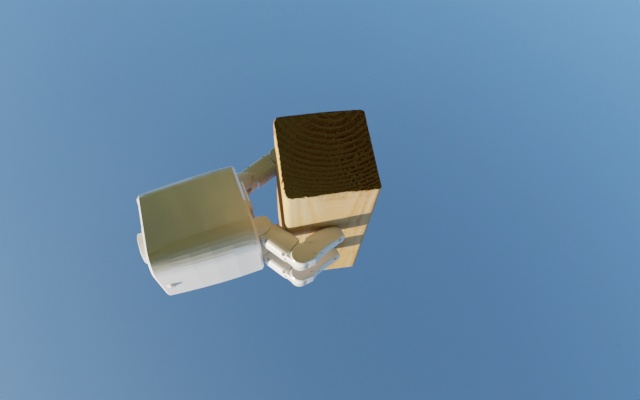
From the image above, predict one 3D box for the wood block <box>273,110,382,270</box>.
[{"bbox_3d":[0.000,0.002,0.527,0.090,0.090,0.206,-7,-26,-7],"label":"wood block"}]
